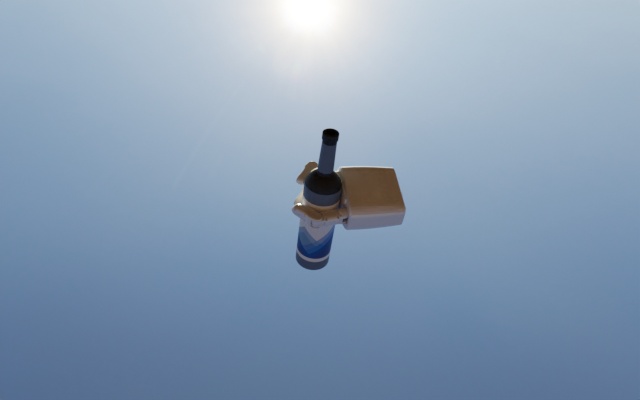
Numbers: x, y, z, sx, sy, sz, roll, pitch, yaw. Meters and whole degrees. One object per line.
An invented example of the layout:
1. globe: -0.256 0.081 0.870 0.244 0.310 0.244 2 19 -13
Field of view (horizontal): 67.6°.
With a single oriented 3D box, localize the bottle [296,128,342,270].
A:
1. bottle: 0.000 0.003 0.856 0.069 0.296 0.069 5 40 -4
